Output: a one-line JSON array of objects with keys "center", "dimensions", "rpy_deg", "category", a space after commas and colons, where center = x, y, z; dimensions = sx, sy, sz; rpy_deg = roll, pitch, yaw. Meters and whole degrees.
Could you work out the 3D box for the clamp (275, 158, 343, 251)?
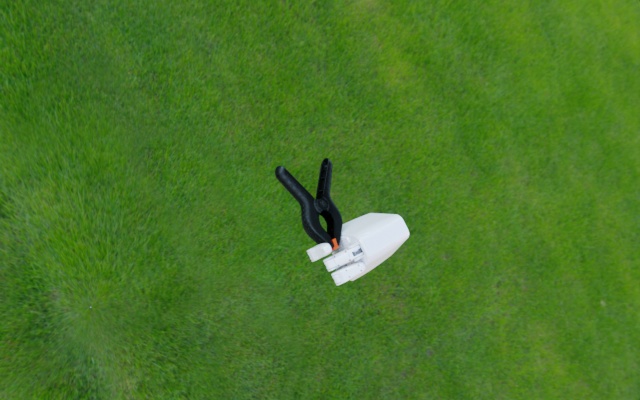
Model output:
[{"center": [0.000, 0.003, 0.841], "dimensions": [0.120, 0.171, 0.039], "rpy_deg": [-24, 0, -33], "category": "clamp"}]
